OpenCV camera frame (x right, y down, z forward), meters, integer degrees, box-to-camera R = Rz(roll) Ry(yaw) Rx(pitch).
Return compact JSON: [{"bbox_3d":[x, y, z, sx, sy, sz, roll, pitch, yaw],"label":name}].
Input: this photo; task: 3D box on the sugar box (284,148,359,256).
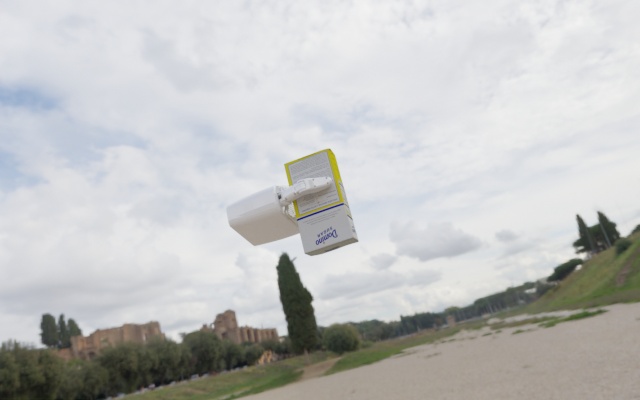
[{"bbox_3d":[0.000,0.003,0.851,0.093,0.176,0.048,-19,-19,15],"label":"sugar box"}]
